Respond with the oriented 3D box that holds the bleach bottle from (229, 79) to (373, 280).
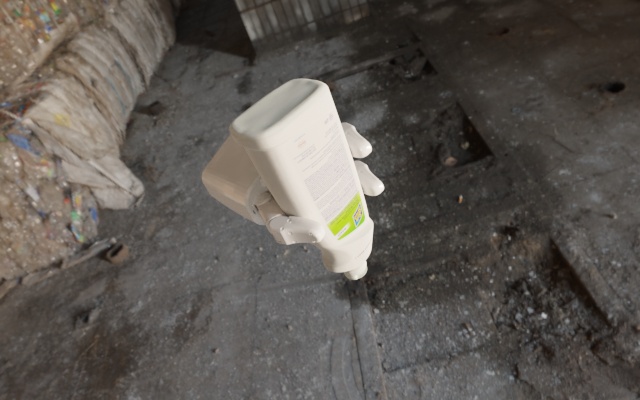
[{"bbox_3d":[0.000,0.002,0.519,0.102,0.251,0.068,-43,41,-24],"label":"bleach bottle"}]
